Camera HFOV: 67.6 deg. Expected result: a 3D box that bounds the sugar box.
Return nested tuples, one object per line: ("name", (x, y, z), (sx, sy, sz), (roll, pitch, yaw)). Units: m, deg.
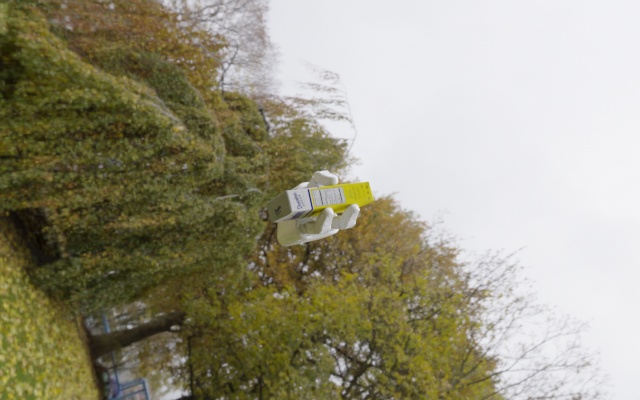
("sugar box", (0.000, 0.003, 0.878), (0.176, 0.048, 0.093), (-11, -9, -30))
